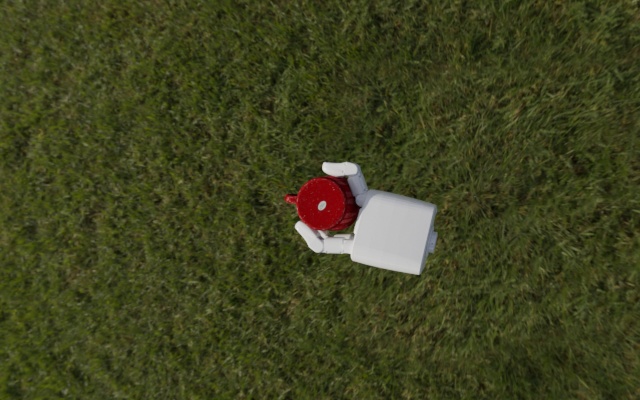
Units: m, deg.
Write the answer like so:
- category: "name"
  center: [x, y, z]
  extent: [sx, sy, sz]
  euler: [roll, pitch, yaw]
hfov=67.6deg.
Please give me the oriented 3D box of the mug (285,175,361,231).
- category: "mug"
  center: [-0.001, 0.002, 0.753]
  extent: [0.117, 0.093, 0.081]
  euler: [11, 4, 16]
